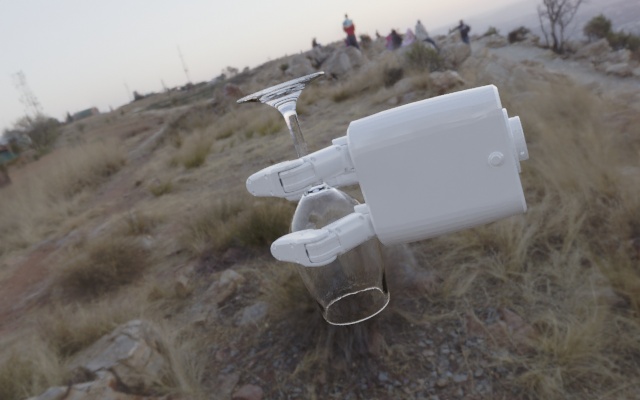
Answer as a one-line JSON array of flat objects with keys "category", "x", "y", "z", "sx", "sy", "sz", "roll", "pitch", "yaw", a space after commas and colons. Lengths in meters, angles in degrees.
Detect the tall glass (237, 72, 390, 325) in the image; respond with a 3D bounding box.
[{"category": "tall glass", "x": 0.000, "y": 0.001, "z": 0.403, "sx": 0.079, "sy": 0.201, "sz": 0.079, "roll": -18, "pitch": 12, "yaw": 4}]
